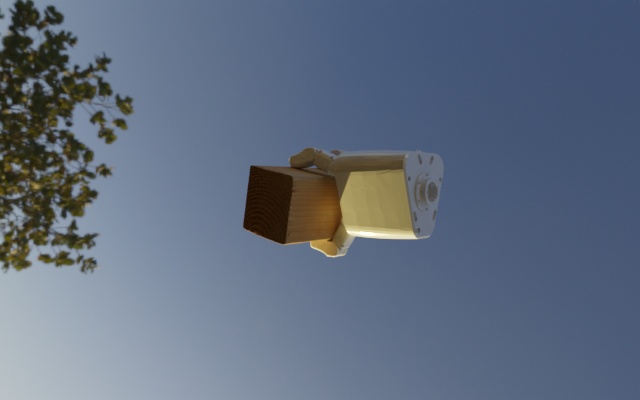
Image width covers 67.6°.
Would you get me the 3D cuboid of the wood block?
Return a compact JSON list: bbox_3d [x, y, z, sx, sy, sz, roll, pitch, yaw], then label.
[{"bbox_3d":[0.000,0.003,0.692,0.090,0.091,0.206,16,12,42],"label":"wood block"}]
